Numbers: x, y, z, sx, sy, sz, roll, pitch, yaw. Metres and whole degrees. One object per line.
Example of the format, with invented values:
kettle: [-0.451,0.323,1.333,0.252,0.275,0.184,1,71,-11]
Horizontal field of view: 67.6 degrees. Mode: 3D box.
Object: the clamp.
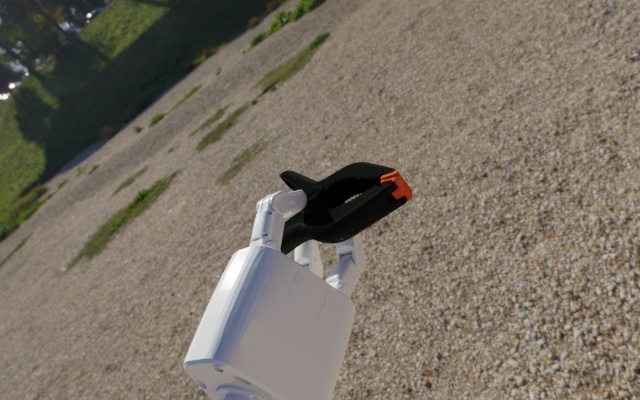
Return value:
clamp: [0.000,0.001,0.493,0.210,0.164,0.036,-21,-56,35]
